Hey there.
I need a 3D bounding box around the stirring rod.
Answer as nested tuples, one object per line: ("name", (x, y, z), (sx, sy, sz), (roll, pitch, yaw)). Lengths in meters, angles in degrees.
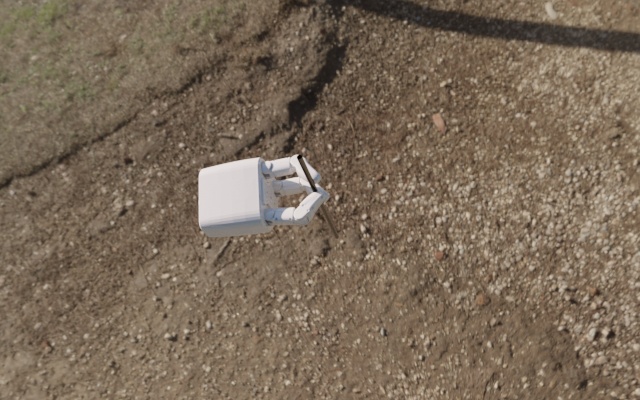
("stirring rod", (0.000, 0.003, 0.761), (0.011, 0.011, 0.240), (0, -32, 17))
